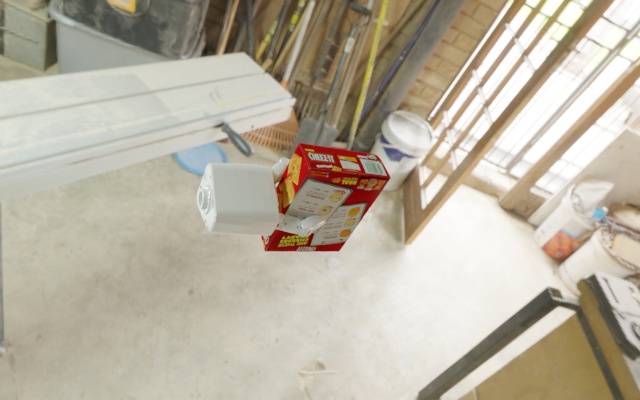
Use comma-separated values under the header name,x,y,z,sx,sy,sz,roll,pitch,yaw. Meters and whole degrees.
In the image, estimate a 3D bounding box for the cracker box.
name,x,y,z,sx,sy,sz,roll,pitch,yaw
cracker box,0.000,0.003,0.862,0.164,0.072,0.214,4,-44,-29
